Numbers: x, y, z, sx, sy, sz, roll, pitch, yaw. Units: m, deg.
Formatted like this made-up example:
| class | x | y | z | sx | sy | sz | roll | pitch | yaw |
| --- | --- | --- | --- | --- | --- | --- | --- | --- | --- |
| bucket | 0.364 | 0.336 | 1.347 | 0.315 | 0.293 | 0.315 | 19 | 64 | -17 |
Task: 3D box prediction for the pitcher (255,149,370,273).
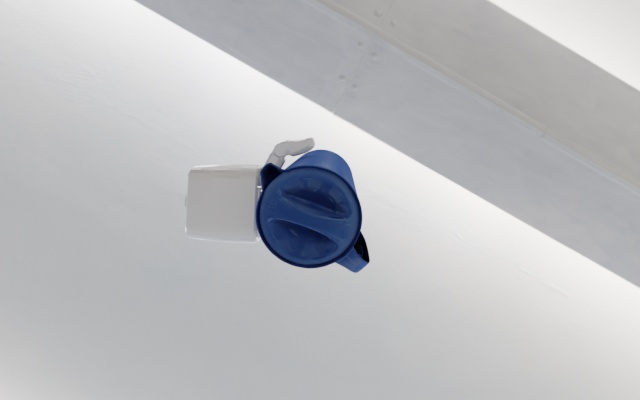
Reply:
| class | x | y | z | sx | sy | sz | roll | pitch | yaw |
| --- | --- | --- | --- | --- | --- | --- | --- | --- | --- |
| pitcher | 0.000 | 0.002 | 0.700 | 0.145 | 0.149 | 0.242 | 2 | 14 | 4 |
